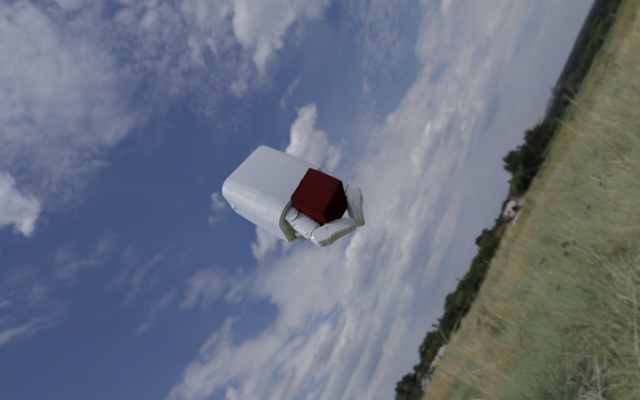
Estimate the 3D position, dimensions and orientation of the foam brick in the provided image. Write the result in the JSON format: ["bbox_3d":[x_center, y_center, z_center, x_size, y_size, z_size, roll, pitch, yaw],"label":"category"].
[{"bbox_3d":[0.000,0.002,0.643,0.051,0.053,0.078,25,-19,20],"label":"foam brick"}]
